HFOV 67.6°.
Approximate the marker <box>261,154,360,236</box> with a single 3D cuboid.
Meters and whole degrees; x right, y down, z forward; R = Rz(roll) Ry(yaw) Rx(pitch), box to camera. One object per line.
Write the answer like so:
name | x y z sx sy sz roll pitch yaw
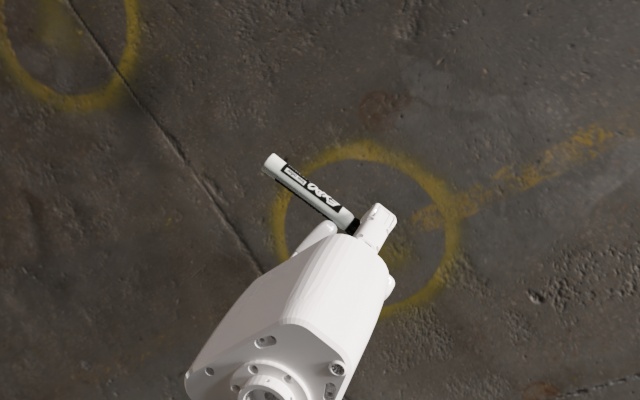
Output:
marker | 0.000 0.001 0.428 0.121 0.020 0.020 37 1 1
